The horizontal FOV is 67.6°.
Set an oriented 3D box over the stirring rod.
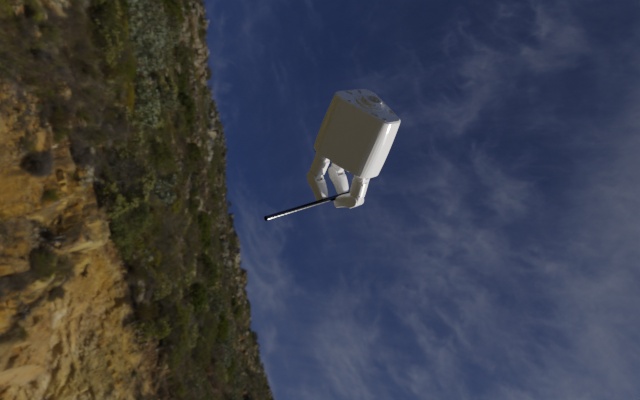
[{"bbox_3d":[0.000,0.003,0.821,0.239,0.011,0.011,-17,11,-42],"label":"stirring rod"}]
